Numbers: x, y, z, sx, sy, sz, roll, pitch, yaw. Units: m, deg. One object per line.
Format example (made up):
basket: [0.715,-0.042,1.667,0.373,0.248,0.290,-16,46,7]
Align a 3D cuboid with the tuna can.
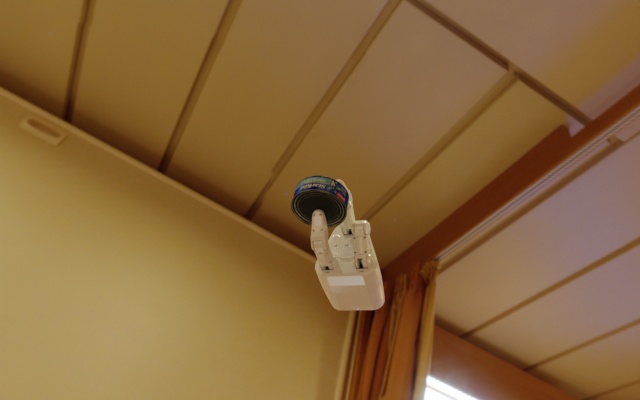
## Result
tuna can: [0.000,0.002,0.725,0.086,0.033,0.086,8,-41,7]
